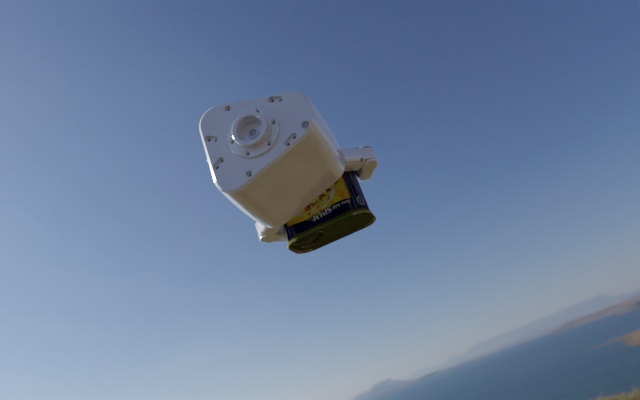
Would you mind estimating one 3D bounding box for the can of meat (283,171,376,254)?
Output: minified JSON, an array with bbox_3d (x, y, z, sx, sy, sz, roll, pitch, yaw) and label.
[{"bbox_3d":[0.000,0.001,0.550,0.102,0.084,0.057,-25,-23,11],"label":"can of meat"}]
